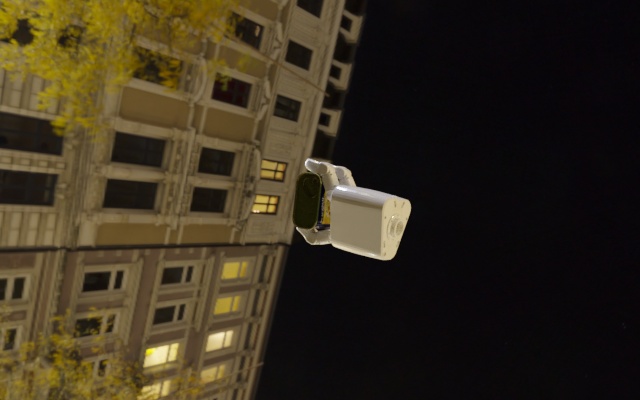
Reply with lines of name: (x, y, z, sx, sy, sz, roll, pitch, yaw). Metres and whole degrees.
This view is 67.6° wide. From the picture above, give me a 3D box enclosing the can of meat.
can of meat: (0.000, 0.003, 0.881, 0.057, 0.102, 0.084, 8, 2, 39)
